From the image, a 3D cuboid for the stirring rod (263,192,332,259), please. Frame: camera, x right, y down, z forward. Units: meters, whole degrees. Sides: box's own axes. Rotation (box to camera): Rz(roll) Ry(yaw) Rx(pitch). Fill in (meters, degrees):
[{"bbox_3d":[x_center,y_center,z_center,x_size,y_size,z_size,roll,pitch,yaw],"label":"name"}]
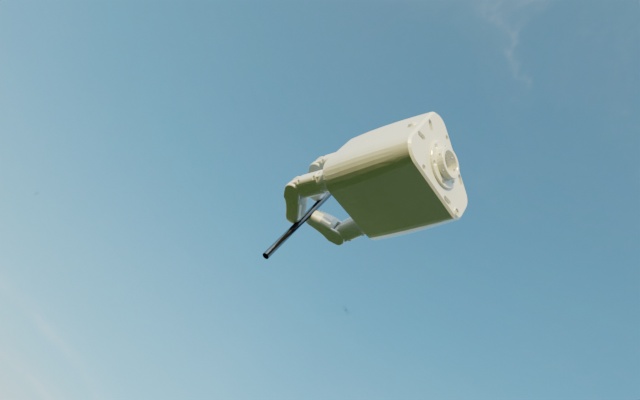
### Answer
[{"bbox_3d":[0.000,0.002,0.600,0.011,0.011,0.239,0,29,34],"label":"stirring rod"}]
